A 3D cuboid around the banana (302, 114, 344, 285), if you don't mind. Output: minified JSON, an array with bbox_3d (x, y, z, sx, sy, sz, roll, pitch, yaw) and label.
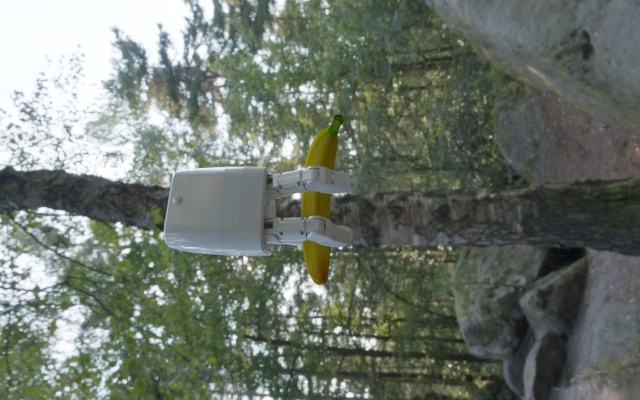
[{"bbox_3d":[-0.002,0.000,0.574,0.037,0.198,0.069,5,-4,-9],"label":"banana"}]
